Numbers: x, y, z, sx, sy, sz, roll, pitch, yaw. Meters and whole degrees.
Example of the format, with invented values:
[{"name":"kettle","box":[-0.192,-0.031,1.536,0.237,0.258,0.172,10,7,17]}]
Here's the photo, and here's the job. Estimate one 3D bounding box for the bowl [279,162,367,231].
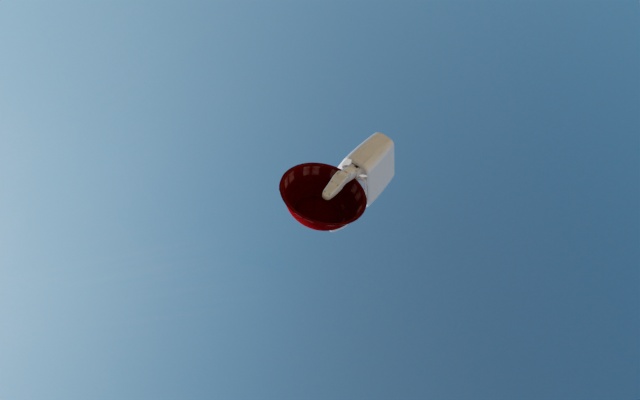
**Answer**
[{"name":"bowl","box":[-0.001,0.004,0.873,0.162,0.055,0.162,10,43,-9]}]
